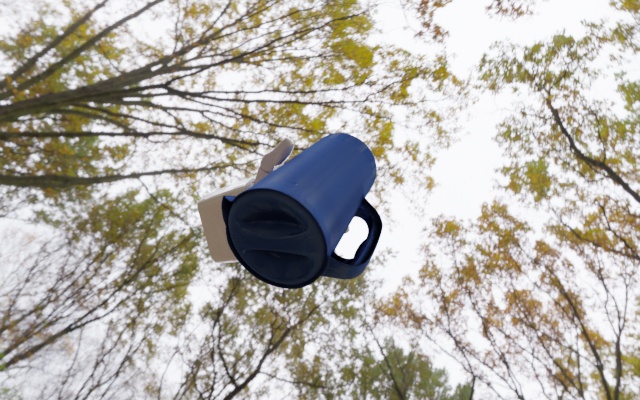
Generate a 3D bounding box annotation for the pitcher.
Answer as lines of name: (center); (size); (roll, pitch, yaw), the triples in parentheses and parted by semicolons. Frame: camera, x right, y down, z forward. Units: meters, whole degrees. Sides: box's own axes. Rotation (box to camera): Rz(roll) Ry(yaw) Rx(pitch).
pitcher: (0.000, 0.002, 0.636); (0.145, 0.149, 0.242); (-17, 18, 32)
